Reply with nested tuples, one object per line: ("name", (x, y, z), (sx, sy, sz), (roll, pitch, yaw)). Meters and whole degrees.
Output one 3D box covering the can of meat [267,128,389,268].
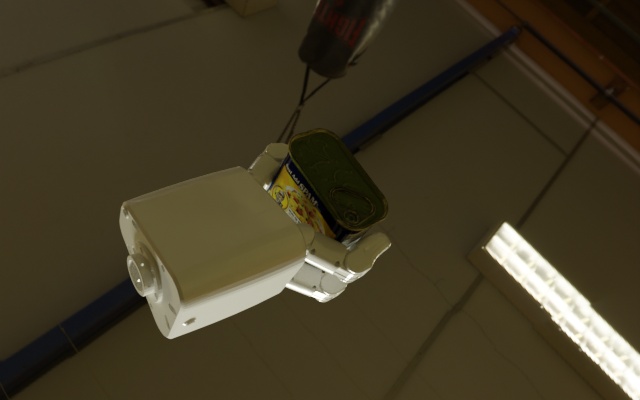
("can of meat", (0.000, 0.001, 0.434), (0.057, 0.102, 0.084), (-24, -20, -37))
